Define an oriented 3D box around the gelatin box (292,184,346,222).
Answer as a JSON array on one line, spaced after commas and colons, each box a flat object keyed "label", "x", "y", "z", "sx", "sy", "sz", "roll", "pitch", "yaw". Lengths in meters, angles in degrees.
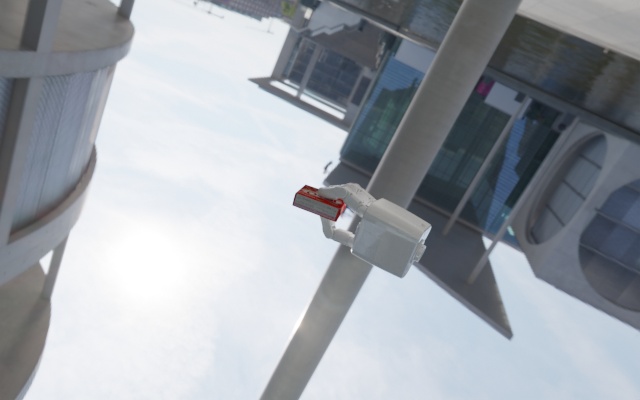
[{"label": "gelatin box", "x": 0.000, "y": 0.003, "z": 0.885, "sx": 0.089, "sy": 0.030, "sz": 0.073, "roll": 20, "pitch": 17, "yaw": 7}]
